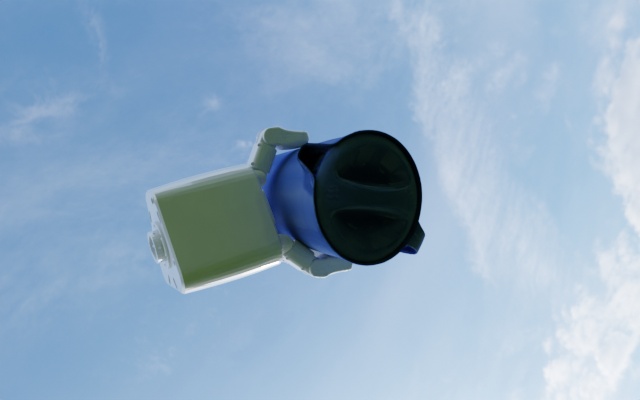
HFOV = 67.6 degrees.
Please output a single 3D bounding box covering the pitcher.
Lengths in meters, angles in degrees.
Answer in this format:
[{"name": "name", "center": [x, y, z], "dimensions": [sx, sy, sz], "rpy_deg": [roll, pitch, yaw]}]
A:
[{"name": "pitcher", "center": [0.000, 0.002, 0.568], "dimensions": [0.145, 0.149, 0.243], "rpy_deg": [-16, 9, -29]}]
